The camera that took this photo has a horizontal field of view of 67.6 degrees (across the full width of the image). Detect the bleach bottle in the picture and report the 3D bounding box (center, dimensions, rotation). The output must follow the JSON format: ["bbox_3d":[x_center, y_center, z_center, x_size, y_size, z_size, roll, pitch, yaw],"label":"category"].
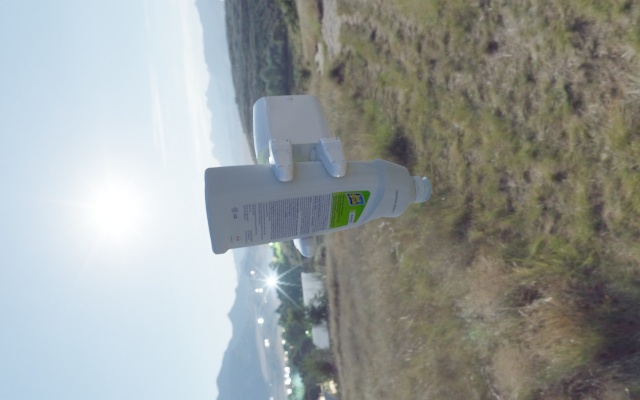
[{"bbox_3d":[0.000,0.002,0.543,0.251,0.068,0.103,-4,-42,-10],"label":"bleach bottle"}]
